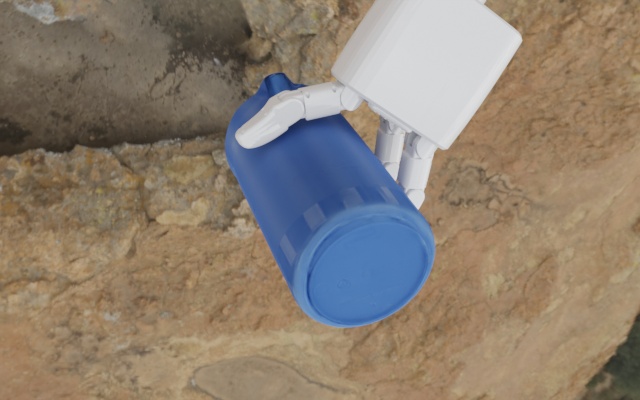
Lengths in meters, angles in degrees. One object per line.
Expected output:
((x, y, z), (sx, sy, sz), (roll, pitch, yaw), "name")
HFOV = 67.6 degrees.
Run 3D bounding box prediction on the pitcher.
((0.000, 0.001, 0.430), (0.149, 0.145, 0.242), (27, 18, -31), "pitcher")
